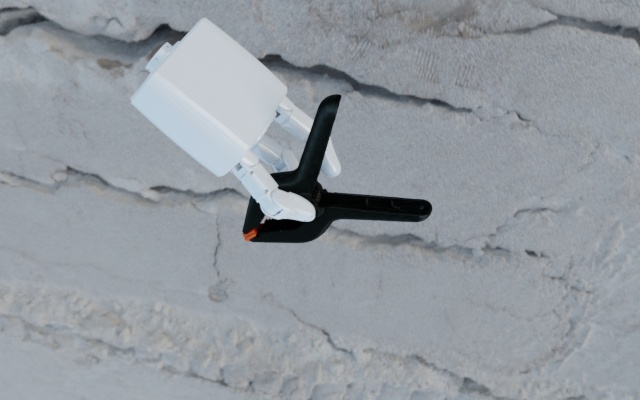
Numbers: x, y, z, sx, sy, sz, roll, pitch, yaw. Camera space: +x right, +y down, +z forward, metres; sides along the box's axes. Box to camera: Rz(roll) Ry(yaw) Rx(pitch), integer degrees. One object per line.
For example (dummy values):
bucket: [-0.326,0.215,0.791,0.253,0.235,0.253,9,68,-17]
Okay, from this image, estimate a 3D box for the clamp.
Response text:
clamp: [-0.001,0.002,0.509,0.164,0.036,0.210,40,-52,-20]
